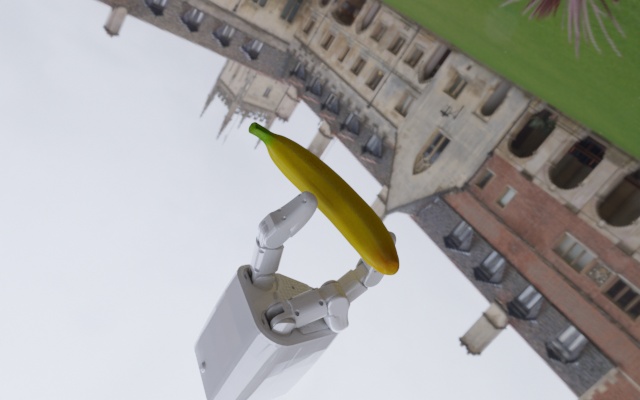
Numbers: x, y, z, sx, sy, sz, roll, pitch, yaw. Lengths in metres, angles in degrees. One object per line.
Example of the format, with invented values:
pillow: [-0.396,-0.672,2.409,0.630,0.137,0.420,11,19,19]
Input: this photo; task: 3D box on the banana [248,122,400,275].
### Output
banana: [0.008,-0.001,0.450,0.197,0.037,0.069,44,22,23]
